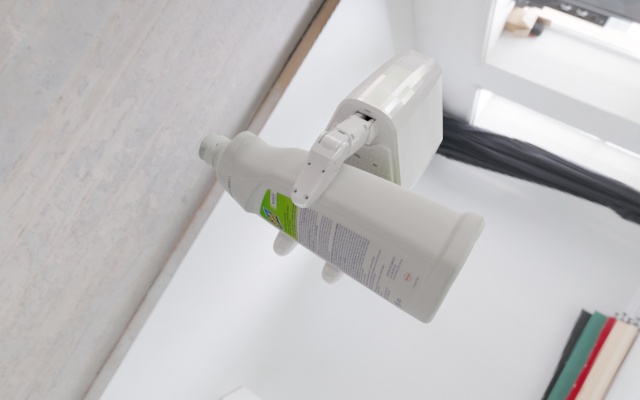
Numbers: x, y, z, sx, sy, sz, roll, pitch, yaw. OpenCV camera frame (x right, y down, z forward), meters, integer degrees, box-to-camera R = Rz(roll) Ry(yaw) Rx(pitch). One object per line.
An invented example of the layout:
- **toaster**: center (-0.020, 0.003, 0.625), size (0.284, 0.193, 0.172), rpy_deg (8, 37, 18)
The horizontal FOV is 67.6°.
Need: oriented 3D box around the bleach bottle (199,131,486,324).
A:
- **bleach bottle**: center (0.000, 0.001, 0.405), size (0.251, 0.103, 0.068), rpy_deg (29, 52, 17)
